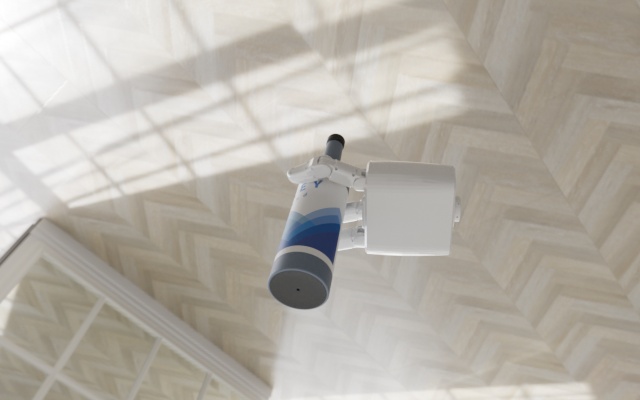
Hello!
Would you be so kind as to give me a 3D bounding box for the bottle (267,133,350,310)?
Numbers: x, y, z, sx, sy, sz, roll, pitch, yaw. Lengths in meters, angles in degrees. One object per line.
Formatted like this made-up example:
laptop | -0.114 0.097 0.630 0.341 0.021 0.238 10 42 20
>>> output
bottle | 0.000 0.002 0.613 0.069 0.069 0.295 0 39 12
